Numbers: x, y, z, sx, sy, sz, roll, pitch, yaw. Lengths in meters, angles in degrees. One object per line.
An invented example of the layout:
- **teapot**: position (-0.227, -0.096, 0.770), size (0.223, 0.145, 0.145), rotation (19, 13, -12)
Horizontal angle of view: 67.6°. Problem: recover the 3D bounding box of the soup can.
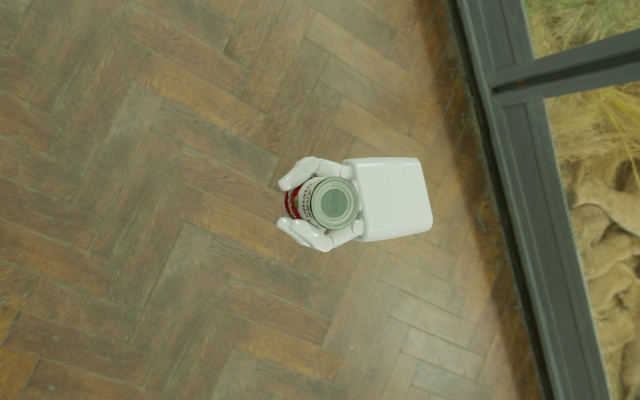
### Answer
- **soup can**: position (0.000, 0.002, 0.625), size (0.068, 0.068, 0.102), rotation (0, 2, -22)
